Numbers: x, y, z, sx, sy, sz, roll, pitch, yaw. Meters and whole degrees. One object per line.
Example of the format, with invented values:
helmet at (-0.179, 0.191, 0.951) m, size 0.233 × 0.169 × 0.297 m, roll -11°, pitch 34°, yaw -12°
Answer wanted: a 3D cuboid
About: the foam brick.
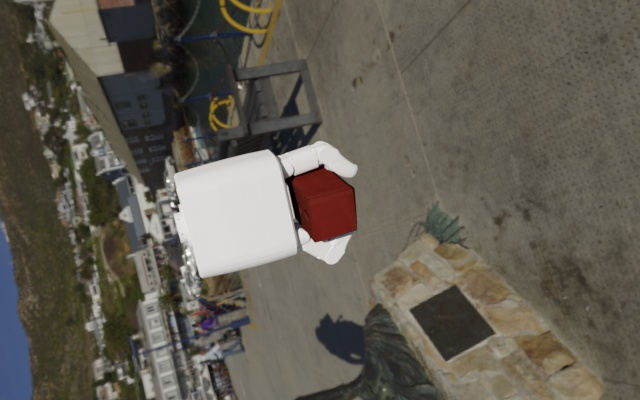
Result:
foam brick at (0.000, 0.002, 0.521) m, size 0.051 × 0.053 × 0.078 m, roll -16°, pitch 27°, yaw -17°
